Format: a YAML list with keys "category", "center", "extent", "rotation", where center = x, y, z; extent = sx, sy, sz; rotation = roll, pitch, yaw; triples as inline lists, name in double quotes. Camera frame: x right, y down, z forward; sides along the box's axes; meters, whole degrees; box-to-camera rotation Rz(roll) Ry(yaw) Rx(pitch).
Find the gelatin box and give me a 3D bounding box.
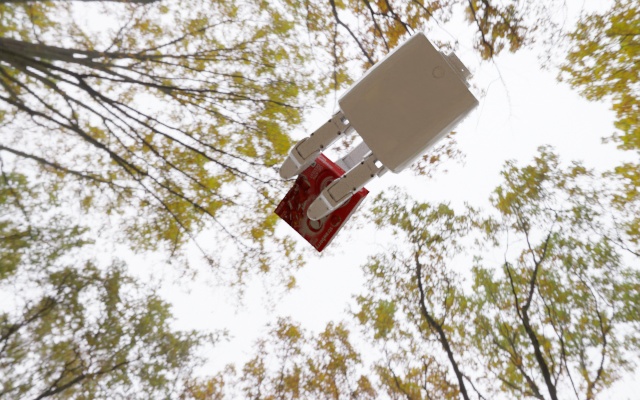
- category: "gelatin box"
  center: [0.000, 0.002, 0.535]
  extent: [0.073, 0.089, 0.030]
  rotation: [41, 26, 10]
